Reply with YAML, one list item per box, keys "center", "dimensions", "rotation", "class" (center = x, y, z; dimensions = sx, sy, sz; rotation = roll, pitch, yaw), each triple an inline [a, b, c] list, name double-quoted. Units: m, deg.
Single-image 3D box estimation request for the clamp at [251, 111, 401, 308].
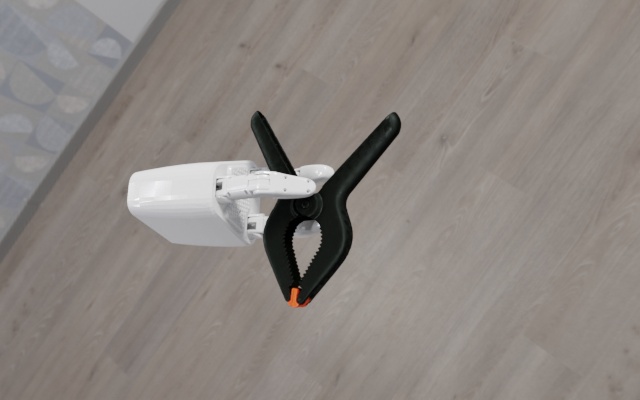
- center: [0.000, 0.002, 0.483]
  dimensions: [0.164, 0.210, 0.036]
  rotation: [-3, -12, 20]
  class: "clamp"
